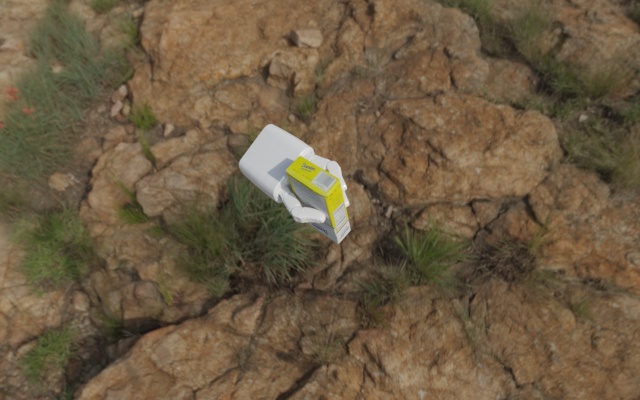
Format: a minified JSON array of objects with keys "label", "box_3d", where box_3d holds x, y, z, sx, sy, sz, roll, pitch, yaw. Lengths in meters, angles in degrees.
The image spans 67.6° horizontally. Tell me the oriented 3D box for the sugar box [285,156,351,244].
[{"label":"sugar box","box_3d":[0.000,0.002,0.863,0.093,0.048,0.176,34,-18,25]}]
